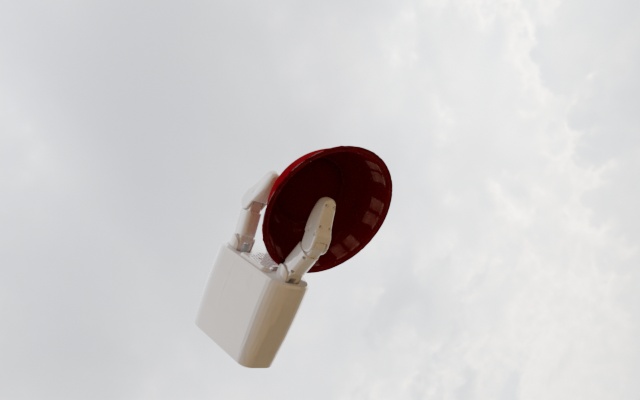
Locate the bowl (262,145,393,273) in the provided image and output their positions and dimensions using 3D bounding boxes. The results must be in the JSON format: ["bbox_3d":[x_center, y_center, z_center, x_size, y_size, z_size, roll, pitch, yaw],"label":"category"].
[{"bbox_3d":[0.001,0.001,0.539,0.162,0.162,0.055,0,30,-32],"label":"bowl"}]
